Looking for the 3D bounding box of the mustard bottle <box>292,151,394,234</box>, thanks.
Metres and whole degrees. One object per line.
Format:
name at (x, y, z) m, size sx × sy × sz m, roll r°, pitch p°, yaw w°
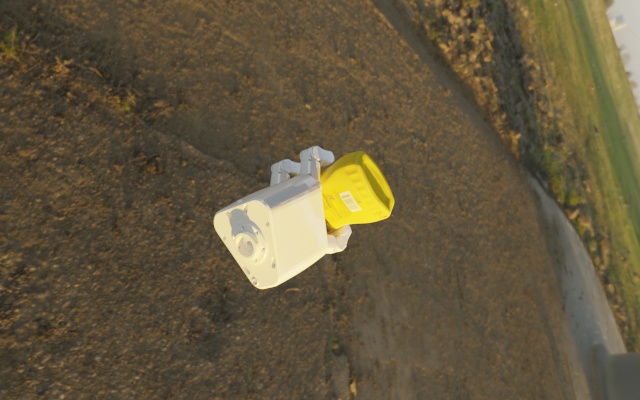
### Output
mustard bottle at (0.000, 0.002, 0.675) m, size 0.191 × 0.096 × 0.058 m, roll -18°, pitch 29°, yaw 35°
